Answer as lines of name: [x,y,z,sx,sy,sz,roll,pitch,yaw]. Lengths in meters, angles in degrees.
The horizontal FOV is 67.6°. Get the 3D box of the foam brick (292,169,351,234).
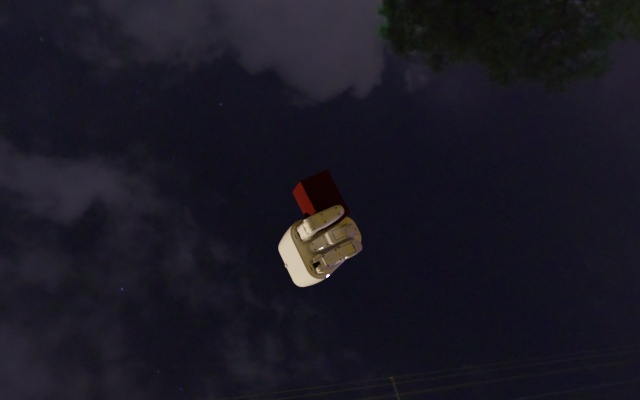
foam brick: [0.000,0.002,0.737,0.053,0.078,0.051,-22,-10,-23]
